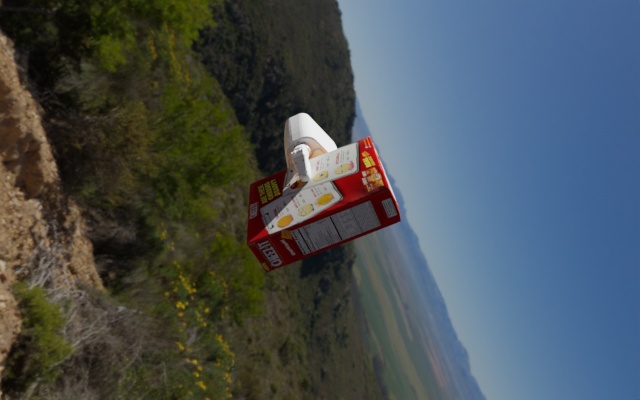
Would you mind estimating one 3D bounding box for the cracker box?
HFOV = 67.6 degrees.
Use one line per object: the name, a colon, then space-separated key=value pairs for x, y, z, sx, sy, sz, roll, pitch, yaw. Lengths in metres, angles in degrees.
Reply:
cracker box: x=0.000 y=0.002 z=0.726 sx=0.214 sy=0.072 sz=0.164 roll=-22 pitch=33 yaw=8
